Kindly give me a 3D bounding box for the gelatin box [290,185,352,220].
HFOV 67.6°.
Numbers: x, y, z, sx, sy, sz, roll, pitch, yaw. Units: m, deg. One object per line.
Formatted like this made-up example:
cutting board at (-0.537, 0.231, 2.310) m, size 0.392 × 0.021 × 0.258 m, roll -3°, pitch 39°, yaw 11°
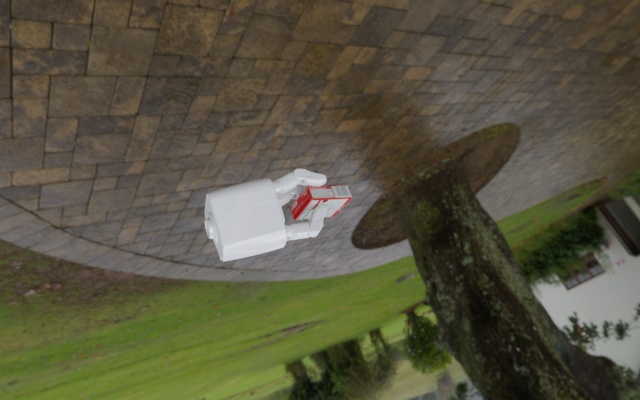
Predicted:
gelatin box at (0.001, 0.003, 0.852) m, size 0.089 × 0.030 × 0.073 m, roll -3°, pitch -29°, yaw -33°
